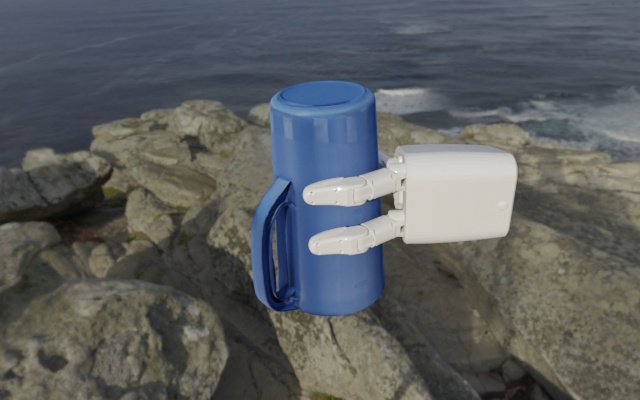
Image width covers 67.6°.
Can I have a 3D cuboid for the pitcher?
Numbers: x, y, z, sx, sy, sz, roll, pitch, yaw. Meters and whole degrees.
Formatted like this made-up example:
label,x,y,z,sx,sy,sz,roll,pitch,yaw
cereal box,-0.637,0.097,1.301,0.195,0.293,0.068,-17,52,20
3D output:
label,x,y,z,sx,sy,sz,roll,pitch,yaw
pitcher,0.000,0.002,0.529,0.145,0.243,0.149,-2,28,4
